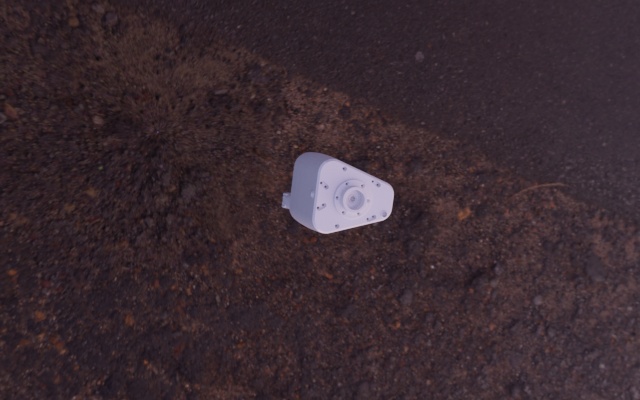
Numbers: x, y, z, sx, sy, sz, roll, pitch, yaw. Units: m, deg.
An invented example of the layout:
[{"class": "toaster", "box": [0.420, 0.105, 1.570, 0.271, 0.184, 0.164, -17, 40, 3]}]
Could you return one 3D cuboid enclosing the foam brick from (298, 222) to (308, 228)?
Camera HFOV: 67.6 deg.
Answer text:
[{"class": "foam brick", "box": [0.000, 0.003, 0.711, 0.053, 0.078, 0.051, 5, 6, -17]}]
